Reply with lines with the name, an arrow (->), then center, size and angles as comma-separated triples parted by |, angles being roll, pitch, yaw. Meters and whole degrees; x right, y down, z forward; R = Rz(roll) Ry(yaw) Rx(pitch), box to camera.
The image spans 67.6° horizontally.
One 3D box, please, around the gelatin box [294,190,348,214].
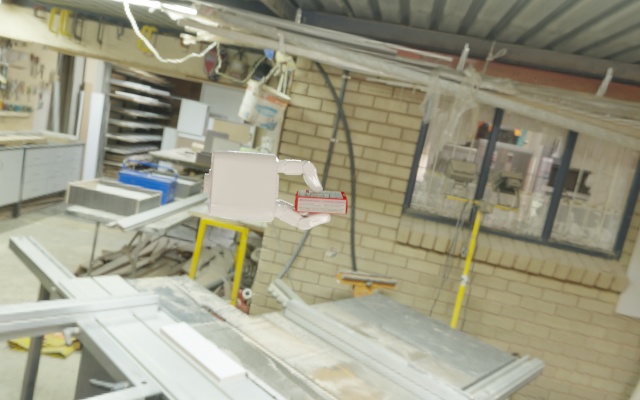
gelatin box -> 0.000, 0.002, 0.826 | 0.089, 0.030, 0.073 | 2, 10, -2
